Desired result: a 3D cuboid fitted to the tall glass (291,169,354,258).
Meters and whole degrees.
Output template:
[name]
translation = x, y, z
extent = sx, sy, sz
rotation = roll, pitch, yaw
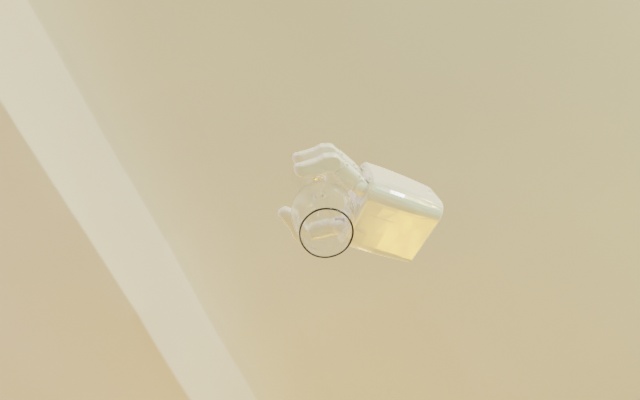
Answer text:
[tall glass]
translation = 0.000, 0.002, 0.623
extent = 0.079, 0.079, 0.201
rotation = 0, 21, -4
